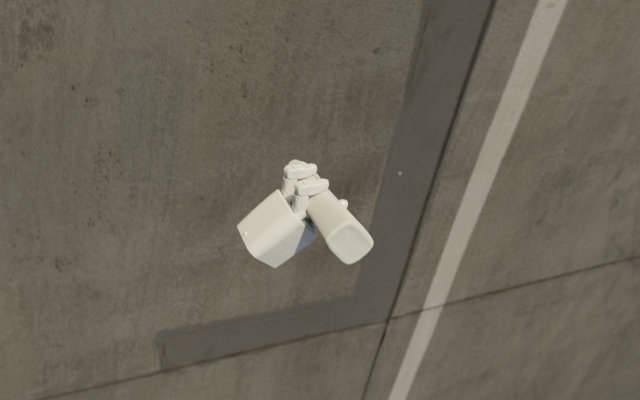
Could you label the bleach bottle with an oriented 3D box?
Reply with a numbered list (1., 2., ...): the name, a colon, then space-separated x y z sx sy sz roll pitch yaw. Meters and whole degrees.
1. bleach bottle: 0.000 0.003 0.887 0.103 0.068 0.250 47 5 -43
